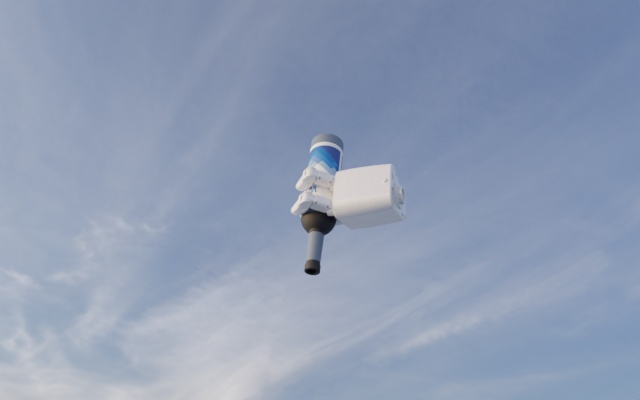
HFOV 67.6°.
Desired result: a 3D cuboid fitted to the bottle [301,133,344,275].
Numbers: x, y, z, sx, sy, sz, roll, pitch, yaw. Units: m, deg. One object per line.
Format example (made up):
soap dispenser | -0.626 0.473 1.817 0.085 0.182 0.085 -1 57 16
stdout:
bottle | 0.000 0.003 0.896 0.069 0.295 0.069 5 -36 3
